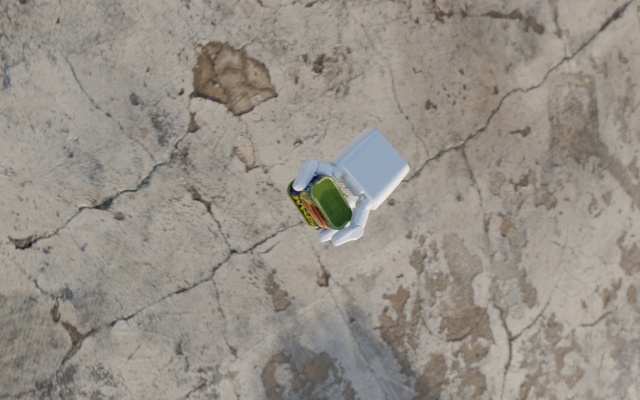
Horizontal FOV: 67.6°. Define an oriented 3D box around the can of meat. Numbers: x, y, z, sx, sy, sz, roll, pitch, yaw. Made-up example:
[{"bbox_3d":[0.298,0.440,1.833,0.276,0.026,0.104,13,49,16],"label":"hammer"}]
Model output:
[{"bbox_3d":[0.000,0.003,0.839,0.057,0.102,0.084,-42,22,-23],"label":"can of meat"}]
